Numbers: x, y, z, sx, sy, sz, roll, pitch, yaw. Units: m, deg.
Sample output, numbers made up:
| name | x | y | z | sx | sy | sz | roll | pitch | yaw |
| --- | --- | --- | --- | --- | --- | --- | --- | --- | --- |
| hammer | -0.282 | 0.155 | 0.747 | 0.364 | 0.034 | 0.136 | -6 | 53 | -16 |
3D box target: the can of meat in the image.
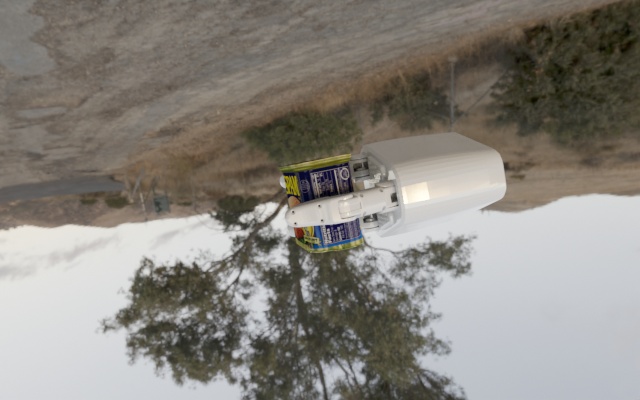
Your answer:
| name | x | y | z | sx | sy | sz | roll | pitch | yaw |
| --- | --- | --- | --- | --- | --- | --- | --- | --- | --- |
| can of meat | 0.000 | 0.002 | 0.468 | 0.057 | 0.084 | 0.102 | -12 | 6 | -13 |
